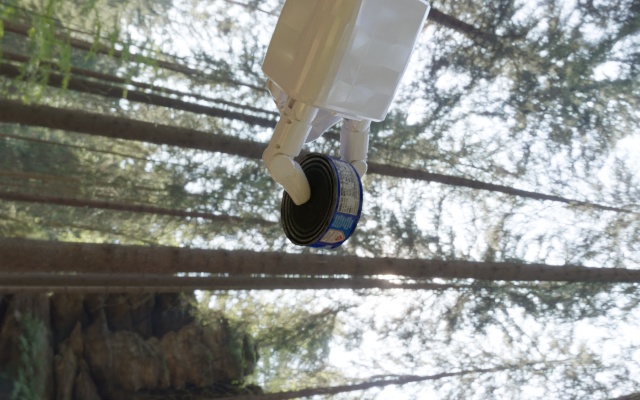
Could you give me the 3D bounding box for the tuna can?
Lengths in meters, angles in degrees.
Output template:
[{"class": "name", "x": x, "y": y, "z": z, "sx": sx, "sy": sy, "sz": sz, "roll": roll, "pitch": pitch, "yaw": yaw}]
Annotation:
[{"class": "tuna can", "x": 0.001, "y": 0.002, "z": 0.438, "sx": 0.034, "sy": 0.086, "sz": 0.086, "roll": 13, "pitch": -7, "yaw": -35}]
